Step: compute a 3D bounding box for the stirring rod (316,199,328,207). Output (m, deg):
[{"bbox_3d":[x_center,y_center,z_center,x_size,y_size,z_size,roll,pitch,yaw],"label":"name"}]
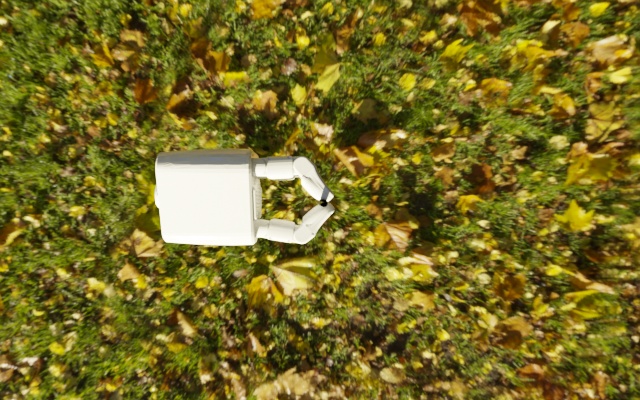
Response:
[{"bbox_3d":[0.000,0.002,0.604,0.011,0.011,0.239,0,0,-2],"label":"stirring rod"}]
